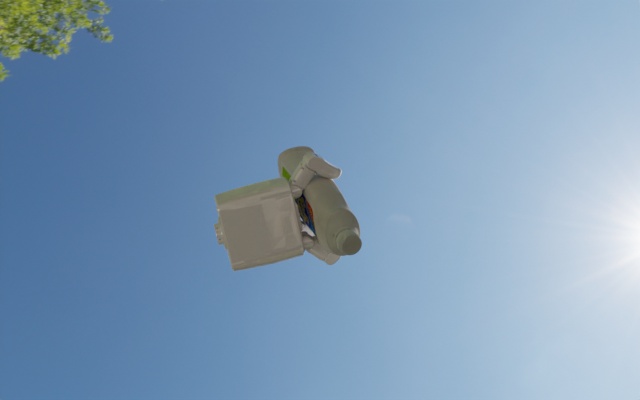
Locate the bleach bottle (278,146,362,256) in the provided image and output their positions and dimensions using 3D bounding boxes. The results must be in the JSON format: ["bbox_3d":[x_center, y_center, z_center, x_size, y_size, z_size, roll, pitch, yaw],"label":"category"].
[{"bbox_3d":[0.000,0.002,0.707,0.068,0.103,0.250,-14,26,-13],"label":"bleach bottle"}]
